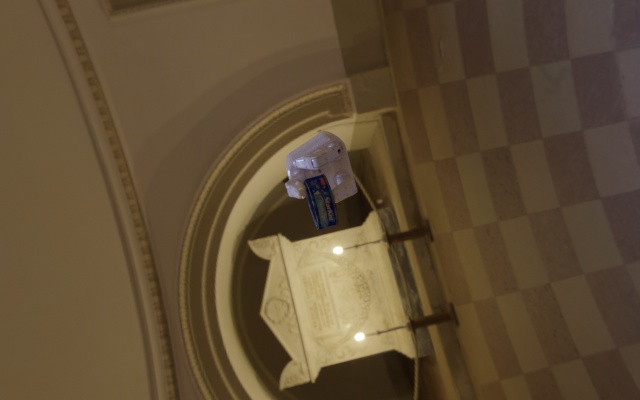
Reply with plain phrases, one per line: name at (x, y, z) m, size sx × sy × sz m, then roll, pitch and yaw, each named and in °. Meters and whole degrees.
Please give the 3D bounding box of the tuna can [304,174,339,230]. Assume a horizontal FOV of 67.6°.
tuna can at (0.000, 0.003, 0.763) m, size 0.034 × 0.086 × 0.086 m, roll -16°, pitch 2°, yaw -7°
